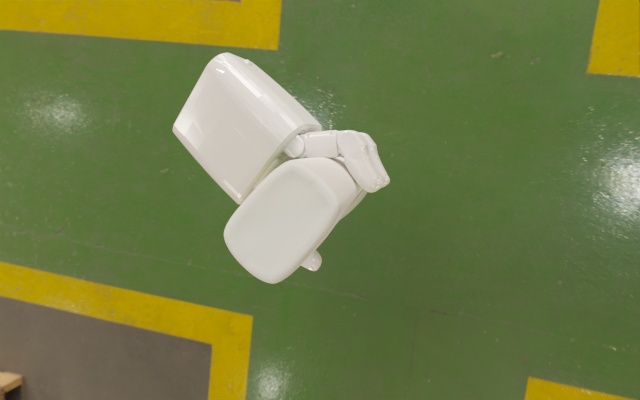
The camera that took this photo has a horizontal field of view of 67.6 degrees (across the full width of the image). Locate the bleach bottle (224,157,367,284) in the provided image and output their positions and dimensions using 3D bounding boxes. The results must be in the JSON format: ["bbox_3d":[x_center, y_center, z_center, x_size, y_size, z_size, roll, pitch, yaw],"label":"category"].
[{"bbox_3d":[0.000,0.002,0.488,0.068,0.102,0.251,44,15,6],"label":"bleach bottle"}]
